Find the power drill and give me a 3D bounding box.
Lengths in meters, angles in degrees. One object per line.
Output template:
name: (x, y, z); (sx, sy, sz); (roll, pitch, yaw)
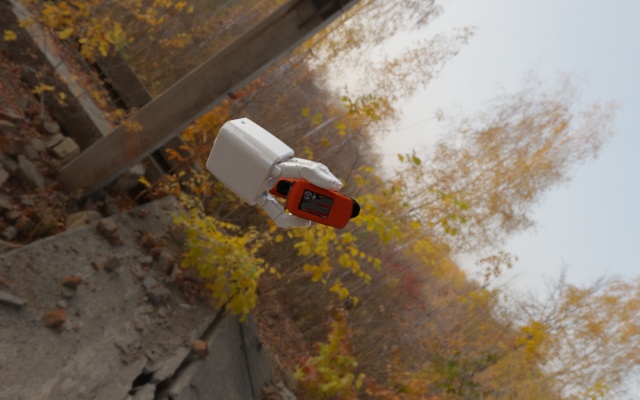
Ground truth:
power drill: (0.000, 0.003, 0.844); (0.184, 0.057, 0.187); (17, 3, -11)
